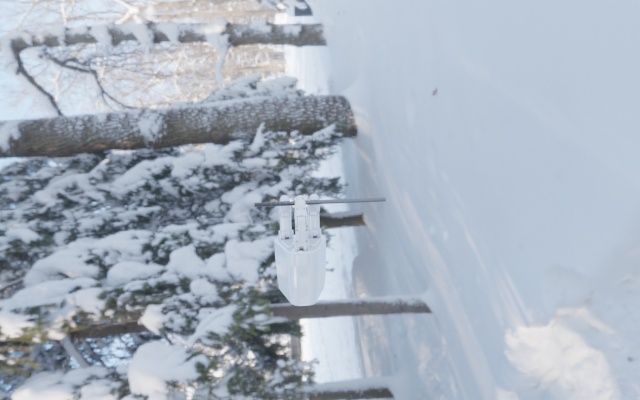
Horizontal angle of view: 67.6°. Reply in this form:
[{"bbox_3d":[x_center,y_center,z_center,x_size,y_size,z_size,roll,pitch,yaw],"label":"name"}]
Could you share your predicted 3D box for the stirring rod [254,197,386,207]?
[{"bbox_3d":[0.000,0.003,0.874,0.239,0.011,0.011,-2,0,-5],"label":"stirring rod"}]
